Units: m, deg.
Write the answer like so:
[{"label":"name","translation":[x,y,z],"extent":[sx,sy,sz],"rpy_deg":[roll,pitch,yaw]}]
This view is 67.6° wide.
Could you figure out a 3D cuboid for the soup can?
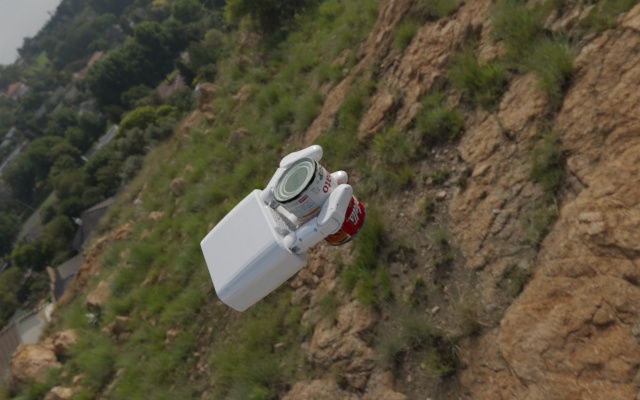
[{"label":"soup can","translation":[0.000,0.002,0.590],"extent":[0.068,0.068,0.102],"rpy_deg":[0,-33,49]}]
